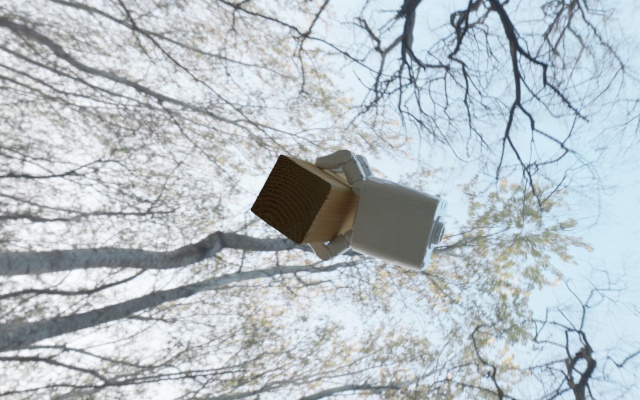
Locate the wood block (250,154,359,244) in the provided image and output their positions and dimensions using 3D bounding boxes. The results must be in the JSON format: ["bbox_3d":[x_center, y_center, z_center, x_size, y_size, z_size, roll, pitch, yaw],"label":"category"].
[{"bbox_3d":[0.000,0.003,0.707,0.090,0.091,0.206,32,9,21],"label":"wood block"}]
